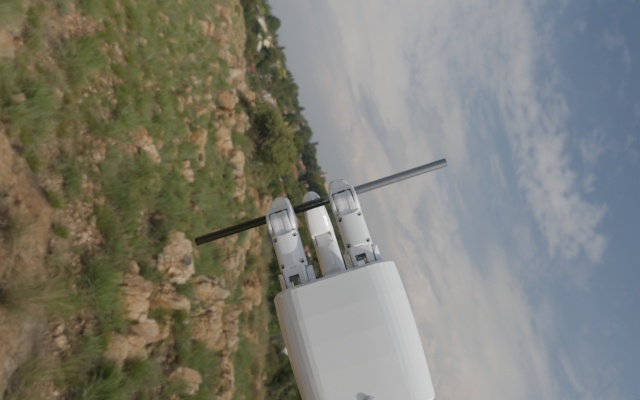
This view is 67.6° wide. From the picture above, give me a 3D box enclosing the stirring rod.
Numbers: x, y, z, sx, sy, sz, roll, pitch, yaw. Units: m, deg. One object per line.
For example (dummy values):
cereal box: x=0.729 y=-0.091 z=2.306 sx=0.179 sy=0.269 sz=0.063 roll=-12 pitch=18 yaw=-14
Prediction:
stirring rod: x=0.000 y=0.002 z=0.439 sx=0.239 sy=0.011 sz=0.011 roll=-18 pitch=0 yaw=1
